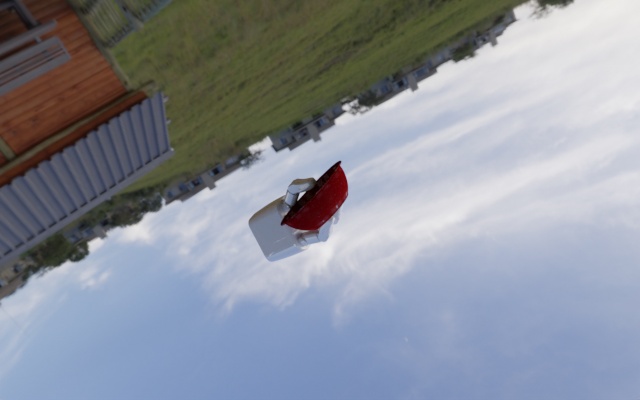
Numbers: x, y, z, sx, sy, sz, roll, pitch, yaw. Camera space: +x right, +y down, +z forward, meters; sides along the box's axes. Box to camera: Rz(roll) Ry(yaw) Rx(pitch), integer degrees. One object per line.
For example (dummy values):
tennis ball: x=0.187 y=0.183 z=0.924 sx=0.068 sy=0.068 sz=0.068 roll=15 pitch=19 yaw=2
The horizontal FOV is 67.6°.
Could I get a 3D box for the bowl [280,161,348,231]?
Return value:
bowl: x=0.001 y=0.003 z=0.874 sx=0.055 sy=0.162 sz=0.162 roll=43 pitch=-6 yaw=-6
